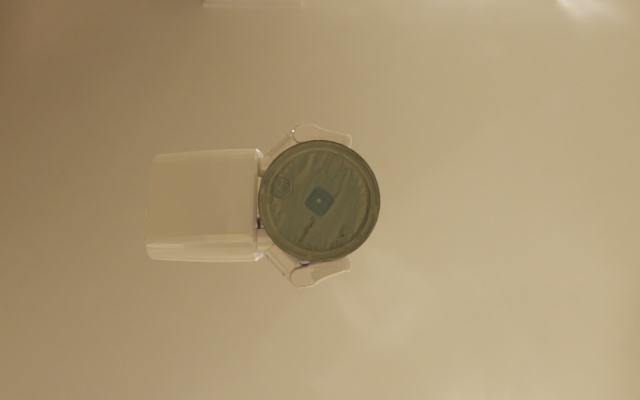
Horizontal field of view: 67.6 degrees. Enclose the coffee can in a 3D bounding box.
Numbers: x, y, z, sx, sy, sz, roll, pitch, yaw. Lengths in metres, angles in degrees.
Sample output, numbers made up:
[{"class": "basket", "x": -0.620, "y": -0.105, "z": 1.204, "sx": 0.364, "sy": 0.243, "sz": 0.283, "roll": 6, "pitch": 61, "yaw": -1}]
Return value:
[{"class": "coffee can", "x": 0.000, "y": 0.001, "z": 0.466, "sx": 0.103, "sy": 0.103, "sz": 0.140, "roll": 0, "pitch": -1, "yaw": 1}]
